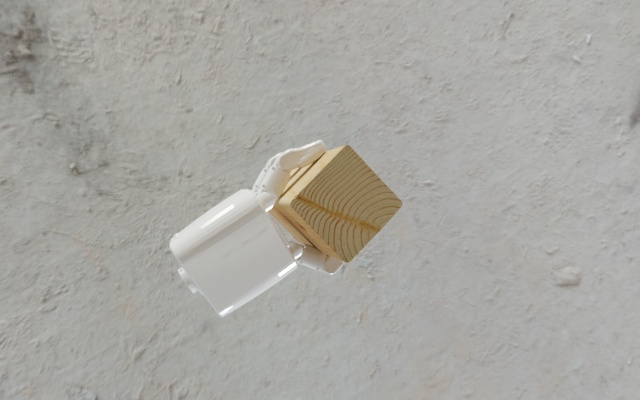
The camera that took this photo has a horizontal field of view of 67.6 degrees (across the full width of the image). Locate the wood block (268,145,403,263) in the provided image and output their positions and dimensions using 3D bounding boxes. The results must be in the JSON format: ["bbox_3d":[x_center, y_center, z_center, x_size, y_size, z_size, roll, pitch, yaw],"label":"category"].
[{"bbox_3d":[0.000,0.002,0.584,0.091,0.090,0.206,46,-11,-12],"label":"wood block"}]
